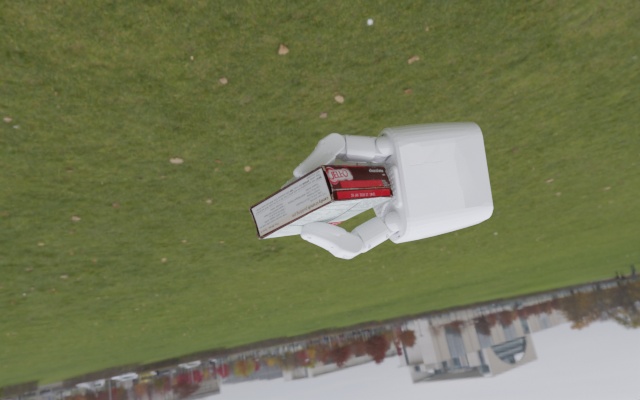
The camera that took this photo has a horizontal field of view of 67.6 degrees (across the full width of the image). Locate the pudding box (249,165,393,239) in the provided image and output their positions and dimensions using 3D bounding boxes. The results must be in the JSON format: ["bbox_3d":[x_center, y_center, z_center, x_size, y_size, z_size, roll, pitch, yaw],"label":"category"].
[{"bbox_3d":[0.000,0.002,0.467,0.090,0.039,0.113,-2,-21,-46],"label":"pudding box"}]
